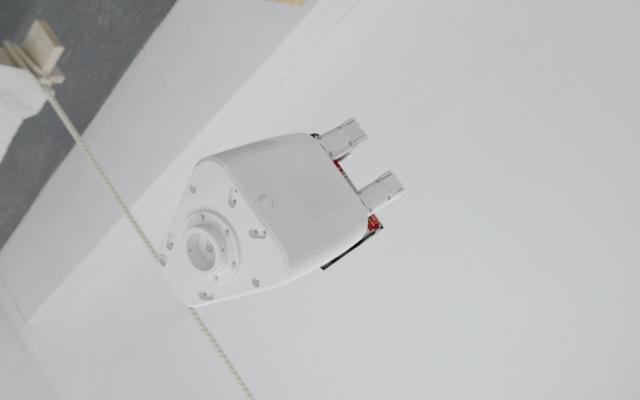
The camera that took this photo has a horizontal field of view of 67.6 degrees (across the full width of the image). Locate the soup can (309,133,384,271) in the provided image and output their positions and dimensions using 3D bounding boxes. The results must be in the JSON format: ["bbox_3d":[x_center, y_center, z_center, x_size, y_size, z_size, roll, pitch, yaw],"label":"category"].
[{"bbox_3d":[0.000,0.002,0.421,0.068,0.102,0.068,-35,-7,-5],"label":"soup can"}]
